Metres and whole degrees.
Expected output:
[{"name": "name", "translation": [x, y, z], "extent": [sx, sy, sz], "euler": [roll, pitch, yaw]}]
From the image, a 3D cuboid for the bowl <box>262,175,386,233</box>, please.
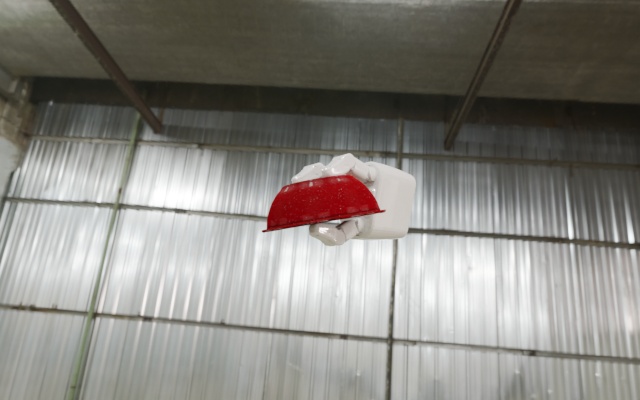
[{"name": "bowl", "translation": [-0.001, 0.002, 0.614], "extent": [0.162, 0.055, 0.162], "euler": [-10, -2, 0]}]
